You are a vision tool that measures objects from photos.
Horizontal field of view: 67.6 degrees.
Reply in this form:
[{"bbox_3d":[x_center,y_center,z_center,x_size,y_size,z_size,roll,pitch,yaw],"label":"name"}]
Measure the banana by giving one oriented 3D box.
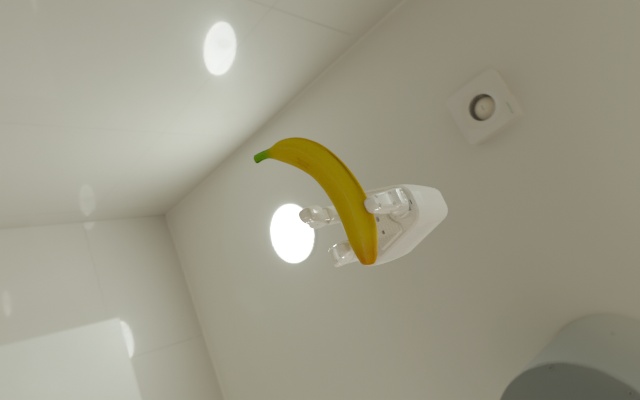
[{"bbox_3d":[0.008,-0.015,0.542,0.197,0.070,0.037,43,21,24],"label":"banana"}]
